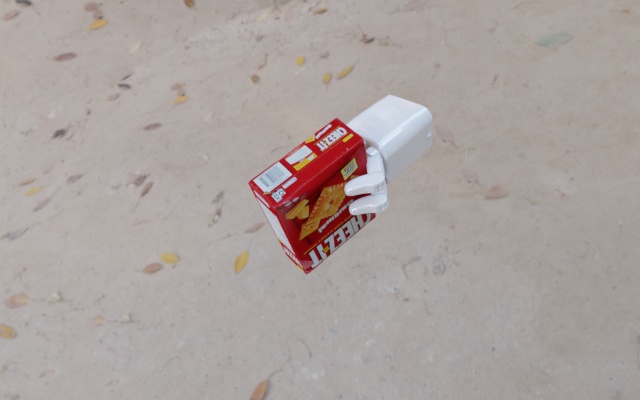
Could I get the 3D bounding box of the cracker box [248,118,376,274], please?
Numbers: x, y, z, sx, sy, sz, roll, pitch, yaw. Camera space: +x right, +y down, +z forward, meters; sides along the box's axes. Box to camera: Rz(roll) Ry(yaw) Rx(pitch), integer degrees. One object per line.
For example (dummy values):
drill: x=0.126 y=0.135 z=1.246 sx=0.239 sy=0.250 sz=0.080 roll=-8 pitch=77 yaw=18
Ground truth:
cracker box: x=0.000 y=0.002 z=0.743 sx=0.072 sy=0.164 sz=0.214 roll=43 pitch=-16 yaw=32
